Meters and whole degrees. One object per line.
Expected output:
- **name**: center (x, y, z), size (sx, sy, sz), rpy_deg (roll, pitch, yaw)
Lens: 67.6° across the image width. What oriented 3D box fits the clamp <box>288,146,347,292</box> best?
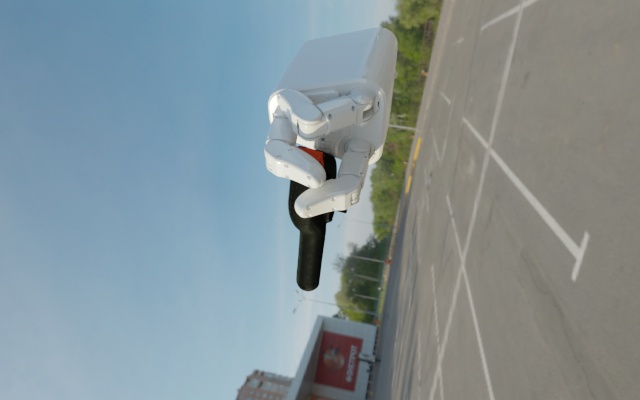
- **clamp**: center (-0.001, 0.001, 0.489), size (0.039, 0.120, 0.172), rpy_deg (10, -42, 10)
